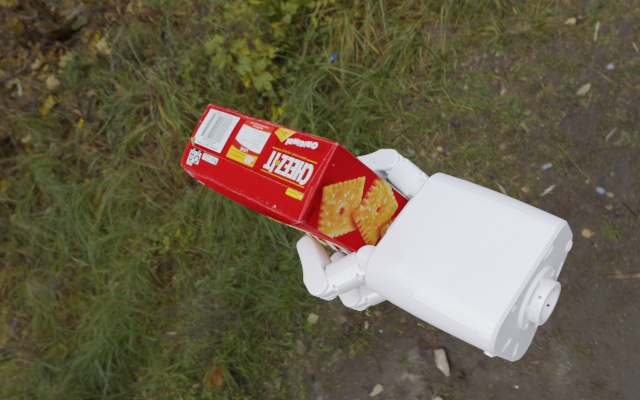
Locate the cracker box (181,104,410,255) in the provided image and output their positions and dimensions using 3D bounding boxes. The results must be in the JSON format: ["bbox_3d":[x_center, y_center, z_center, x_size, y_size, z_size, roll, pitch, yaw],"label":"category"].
[{"bbox_3d":[0.000,0.001,0.452,0.164,0.072,0.214,23,-6,40],"label":"cracker box"}]
